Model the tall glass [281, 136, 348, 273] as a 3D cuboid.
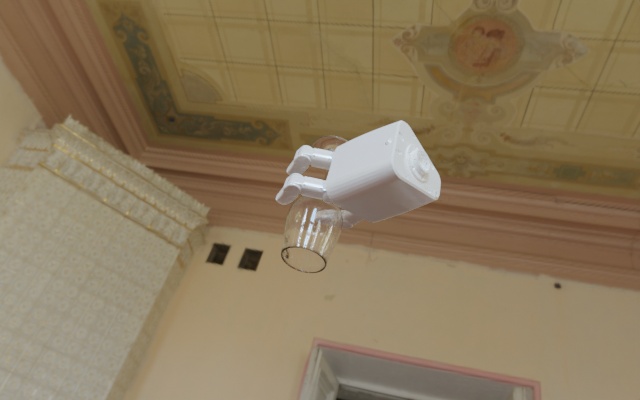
[{"bbox_3d":[0.000,0.002,0.682,0.079,0.201,0.079,11,-37,8],"label":"tall glass"}]
